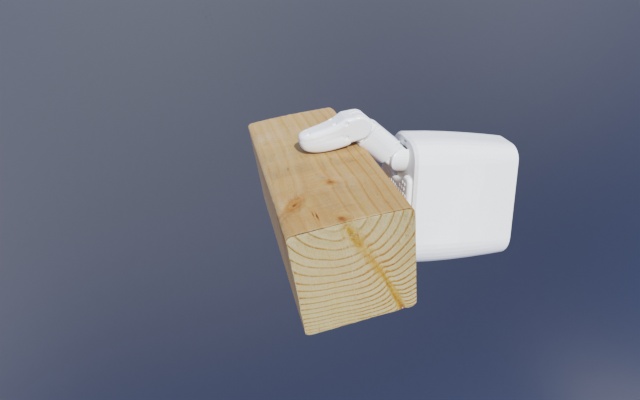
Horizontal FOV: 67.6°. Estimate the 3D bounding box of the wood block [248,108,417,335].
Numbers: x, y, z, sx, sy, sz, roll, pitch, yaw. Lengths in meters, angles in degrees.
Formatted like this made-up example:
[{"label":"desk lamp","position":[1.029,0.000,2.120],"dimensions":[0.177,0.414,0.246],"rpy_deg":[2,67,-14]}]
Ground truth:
[{"label":"wood block","position":[0.000,0.001,0.415],"dimensions":[0.090,0.091,0.206],"rpy_deg":[-13,32,-9]}]
